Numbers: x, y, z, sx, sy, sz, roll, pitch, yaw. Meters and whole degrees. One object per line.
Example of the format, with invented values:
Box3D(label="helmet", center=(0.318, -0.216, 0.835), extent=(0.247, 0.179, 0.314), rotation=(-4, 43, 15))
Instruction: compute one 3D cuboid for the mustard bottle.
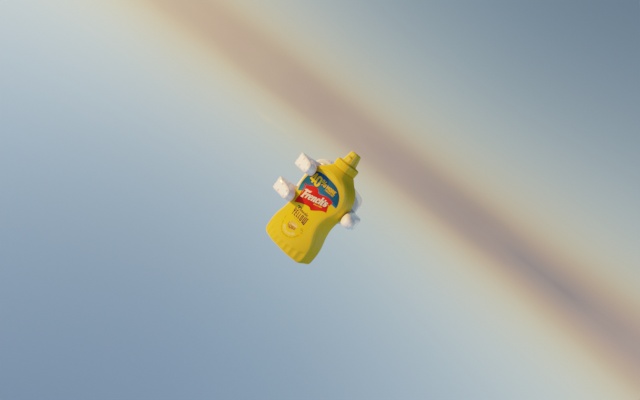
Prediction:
Box3D(label="mustard bottle", center=(0.000, 0.003, 0.767), extent=(0.096, 0.191, 0.058), rotation=(43, 11, 31))
